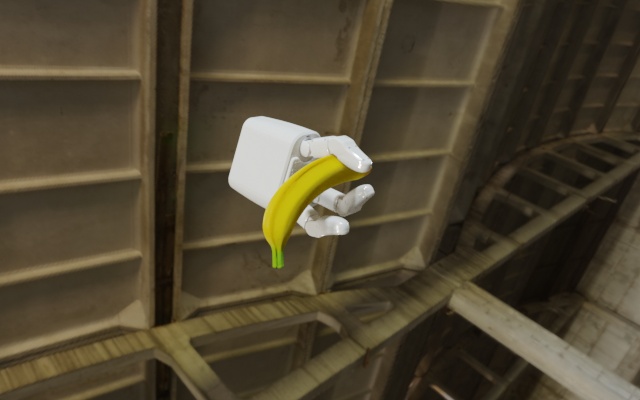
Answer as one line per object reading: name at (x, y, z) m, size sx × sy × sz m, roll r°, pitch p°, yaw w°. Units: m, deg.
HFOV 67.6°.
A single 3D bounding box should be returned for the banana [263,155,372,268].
banana at (-0.007, -0.011, 0.561) m, size 0.037 × 0.070 × 0.197 m, roll 15°, pitch 47°, yaw 39°
